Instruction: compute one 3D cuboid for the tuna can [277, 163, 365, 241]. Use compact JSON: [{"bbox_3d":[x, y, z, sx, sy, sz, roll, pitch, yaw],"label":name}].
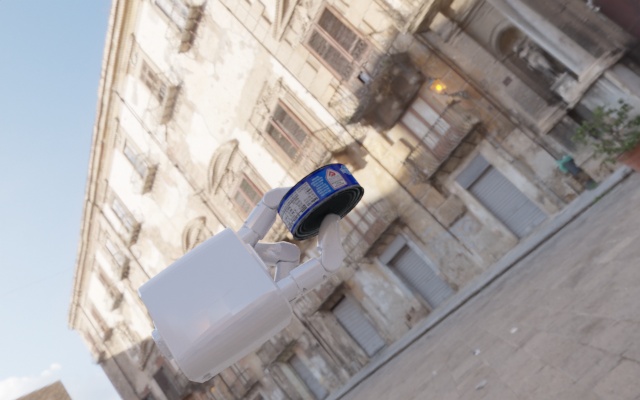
[{"bbox_3d":[0.000,0.001,0.479,0.086,0.033,0.086,-32,-18,-12],"label":"tuna can"}]
